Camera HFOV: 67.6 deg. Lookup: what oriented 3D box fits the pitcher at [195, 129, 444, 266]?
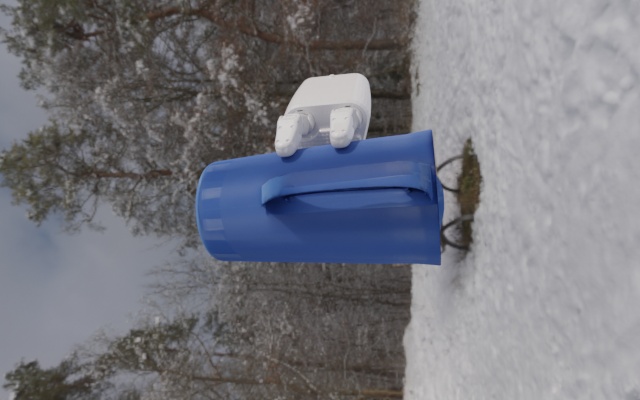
[{"bbox_3d":[0.000,0.002,0.483,0.243,0.149,0.145,-4,35,12],"label":"pitcher"}]
